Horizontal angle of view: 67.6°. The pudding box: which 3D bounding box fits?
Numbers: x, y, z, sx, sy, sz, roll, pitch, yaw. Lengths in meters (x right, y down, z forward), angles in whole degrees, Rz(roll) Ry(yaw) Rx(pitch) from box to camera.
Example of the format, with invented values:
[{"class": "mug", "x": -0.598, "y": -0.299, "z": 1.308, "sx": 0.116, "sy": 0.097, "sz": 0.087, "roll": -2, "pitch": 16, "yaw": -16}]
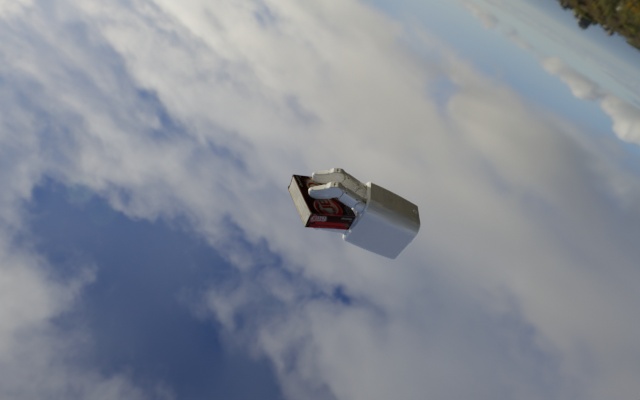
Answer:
[{"class": "pudding box", "x": 0.000, "y": 0.003, "z": 0.859, "sx": 0.090, "sy": 0.039, "sz": 0.113, "roll": 6, "pitch": 35, "yaw": -29}]
